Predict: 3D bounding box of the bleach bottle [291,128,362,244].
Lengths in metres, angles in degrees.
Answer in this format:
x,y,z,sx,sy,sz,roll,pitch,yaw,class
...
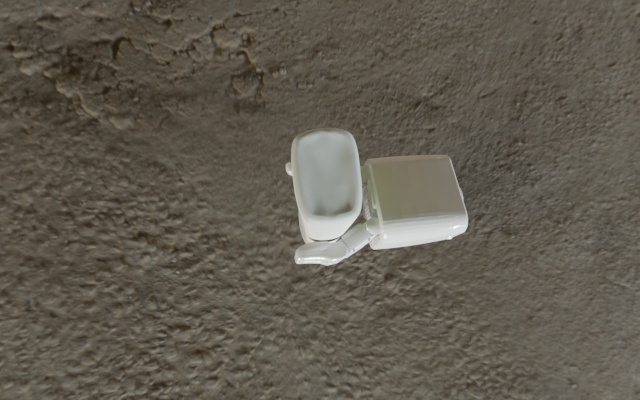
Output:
x,y,z,sx,sy,sz,roll,pitch,yaw,class
0.000,0.002,0.588,0.068,0.102,0.251,-5,-12,-5,bleach bottle
